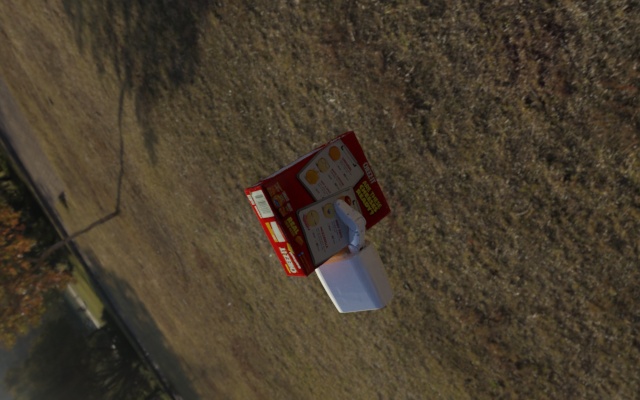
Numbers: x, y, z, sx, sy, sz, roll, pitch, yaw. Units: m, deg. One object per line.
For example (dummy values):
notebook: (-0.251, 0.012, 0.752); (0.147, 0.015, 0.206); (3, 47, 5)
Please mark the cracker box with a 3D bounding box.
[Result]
cracker box: (0.000, 0.003, 0.806); (0.213, 0.164, 0.072); (-34, 14, -33)
